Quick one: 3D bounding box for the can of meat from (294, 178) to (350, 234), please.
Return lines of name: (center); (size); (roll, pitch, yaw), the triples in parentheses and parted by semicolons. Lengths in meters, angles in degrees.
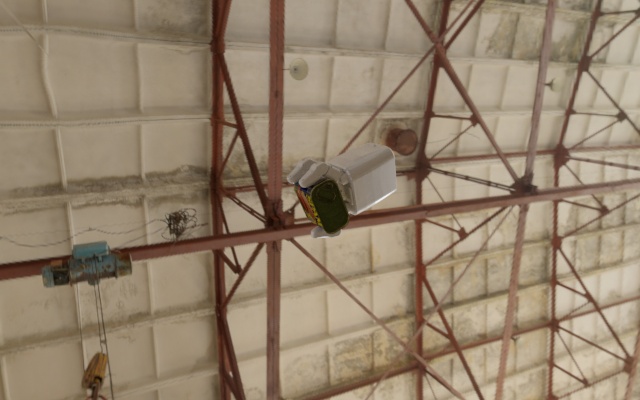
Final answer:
can of meat: (0.000, 0.003, 0.900); (0.057, 0.102, 0.084); (-31, 25, -18)
